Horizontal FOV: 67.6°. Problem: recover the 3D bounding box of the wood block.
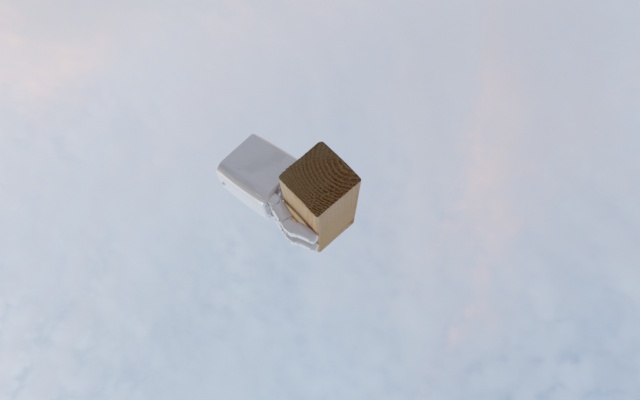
[{"bbox_3d":[0.000,0.002,0.790,0.091,0.090,0.206,-41,-15,-13],"label":"wood block"}]
